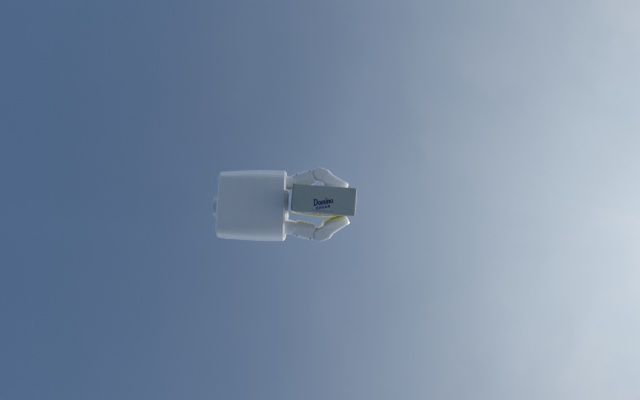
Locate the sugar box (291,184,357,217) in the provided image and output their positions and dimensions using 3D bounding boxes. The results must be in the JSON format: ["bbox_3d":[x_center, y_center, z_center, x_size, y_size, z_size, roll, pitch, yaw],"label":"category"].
[{"bbox_3d":[0.000,0.003,0.751,0.093,0.048,0.176,4,0,-2],"label":"sugar box"}]
